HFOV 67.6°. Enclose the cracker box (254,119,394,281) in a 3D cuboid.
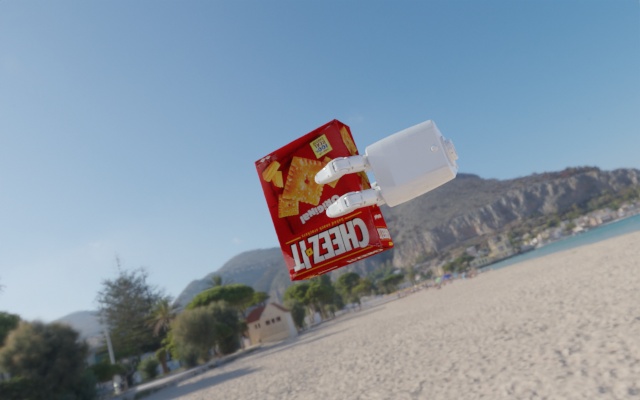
[{"bbox_3d":[0.000,0.002,0.767,0.164,0.213,0.072,-24,-14,22],"label":"cracker box"}]
